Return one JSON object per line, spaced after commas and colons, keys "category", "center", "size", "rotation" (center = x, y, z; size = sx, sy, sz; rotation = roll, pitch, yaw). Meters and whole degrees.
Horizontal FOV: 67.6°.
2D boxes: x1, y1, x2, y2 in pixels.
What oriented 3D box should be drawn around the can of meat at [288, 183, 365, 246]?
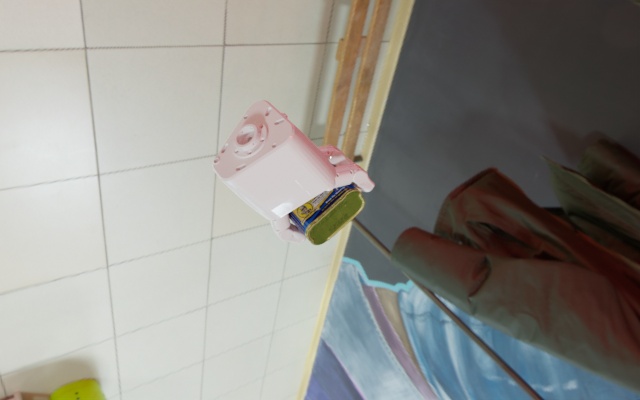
{"category": "can of meat", "center": [0.000, 0.002, 0.674], "size": [0.084, 0.102, 0.057], "rotation": [46, -3, 40]}
